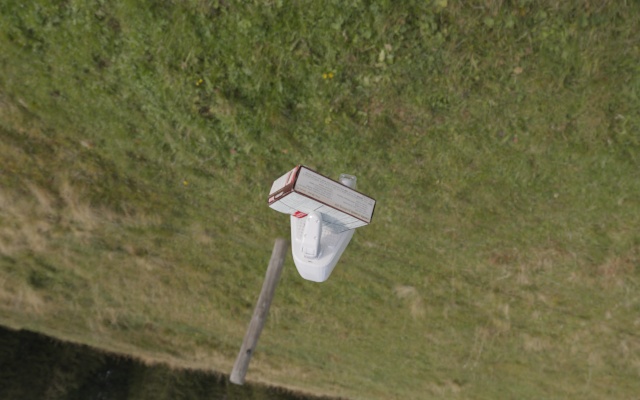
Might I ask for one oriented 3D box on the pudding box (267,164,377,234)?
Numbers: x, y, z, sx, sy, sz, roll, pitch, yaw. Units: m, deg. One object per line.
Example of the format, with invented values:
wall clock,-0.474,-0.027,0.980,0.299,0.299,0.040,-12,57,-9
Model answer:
pudding box,0.000,0.002,0.606,0.113,0.039,0.090,22,-21,-21
